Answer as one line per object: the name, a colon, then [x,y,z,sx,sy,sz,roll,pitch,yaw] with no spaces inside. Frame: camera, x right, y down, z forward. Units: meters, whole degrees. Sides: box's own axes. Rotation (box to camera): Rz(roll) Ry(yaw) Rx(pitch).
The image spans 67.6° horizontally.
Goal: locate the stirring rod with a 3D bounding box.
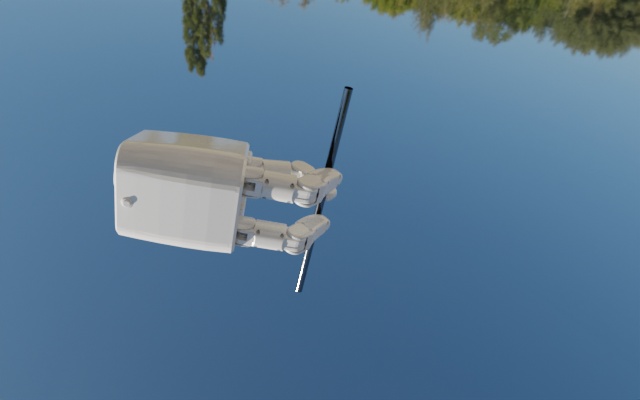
stirring rod: [0.000,0.001,0.480,0.011,0.240,0.011,10,31,-6]
